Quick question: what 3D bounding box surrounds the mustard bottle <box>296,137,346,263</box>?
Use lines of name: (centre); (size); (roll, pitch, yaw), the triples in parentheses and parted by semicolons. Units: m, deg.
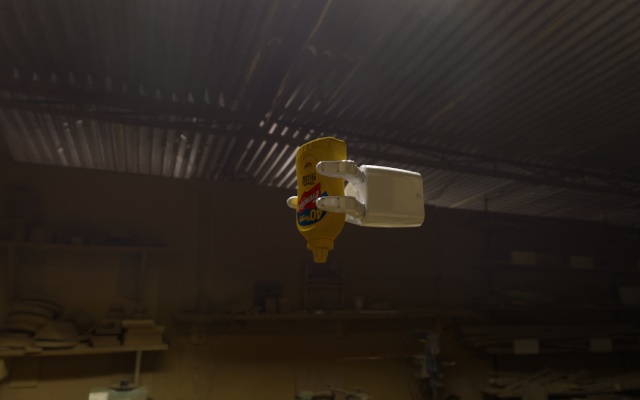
mustard bottle: (0.000, 0.002, 0.761); (0.058, 0.191, 0.096); (12, -19, -41)
